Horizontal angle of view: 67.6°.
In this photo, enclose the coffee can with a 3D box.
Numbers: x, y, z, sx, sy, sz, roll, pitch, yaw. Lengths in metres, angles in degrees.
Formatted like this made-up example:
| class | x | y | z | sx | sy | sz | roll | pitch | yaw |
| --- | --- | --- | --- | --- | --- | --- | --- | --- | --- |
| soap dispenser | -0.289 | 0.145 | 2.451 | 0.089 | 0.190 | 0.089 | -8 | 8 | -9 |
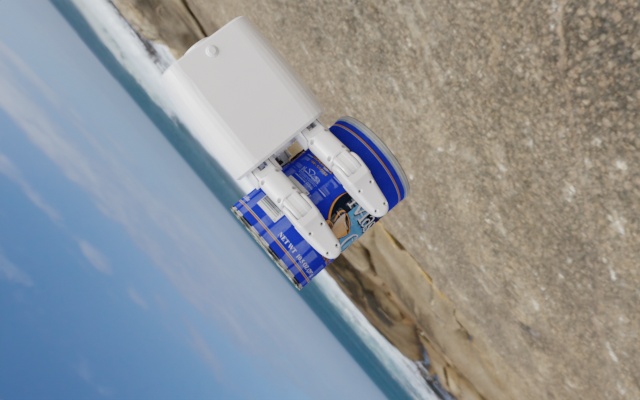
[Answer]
| class | x | y | z | sx | sy | sz | roll | pitch | yaw |
| --- | --- | --- | --- | --- | --- | --- | --- | --- | --- |
| coffee can | 0.000 | 0.002 | 0.461 | 0.140 | 0.103 | 0.103 | -40 | 8 | -10 |
